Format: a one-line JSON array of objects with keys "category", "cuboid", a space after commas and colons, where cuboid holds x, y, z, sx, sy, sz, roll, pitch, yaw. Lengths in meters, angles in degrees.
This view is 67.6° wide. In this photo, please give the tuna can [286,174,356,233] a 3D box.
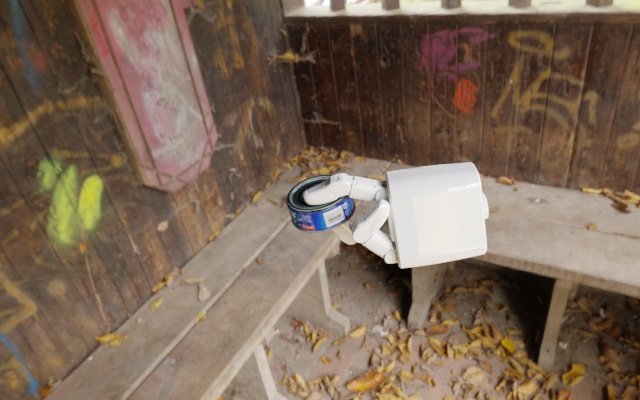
[{"category": "tuna can", "cuboid": [0.000, 0.002, 0.613, 0.086, 0.034, 0.086, -11, 33, 7]}]
